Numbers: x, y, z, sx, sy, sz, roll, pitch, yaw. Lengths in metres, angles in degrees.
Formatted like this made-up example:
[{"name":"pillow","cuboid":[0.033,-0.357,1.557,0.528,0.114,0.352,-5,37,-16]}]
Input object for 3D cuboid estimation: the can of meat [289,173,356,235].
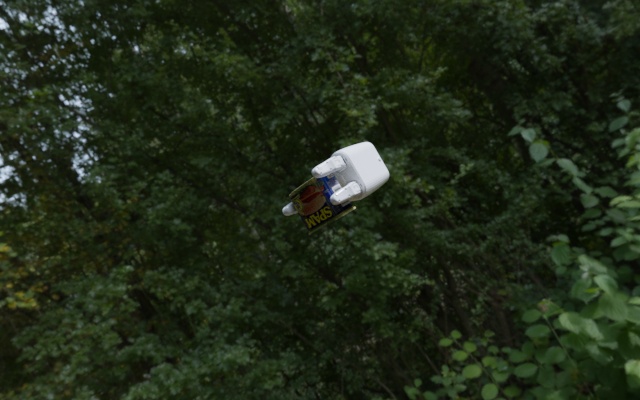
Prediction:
[{"name":"can of meat","cuboid":[0.000,0.003,0.859,0.102,0.084,0.057,-32,-3,44]}]
